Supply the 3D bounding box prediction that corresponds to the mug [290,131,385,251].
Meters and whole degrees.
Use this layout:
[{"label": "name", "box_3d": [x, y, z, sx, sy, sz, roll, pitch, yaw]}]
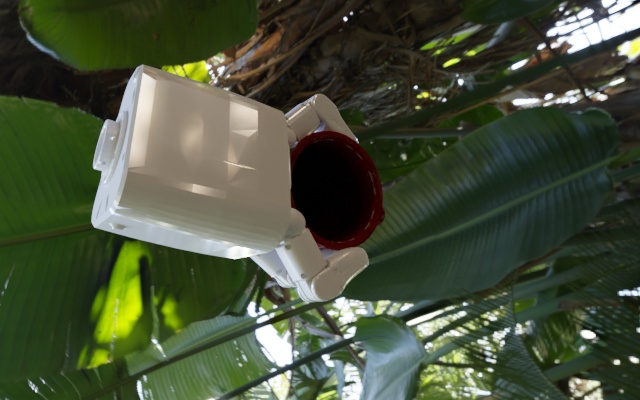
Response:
[{"label": "mug", "box_3d": [0.001, 0.002, 0.403, 0.117, 0.093, 0.081, 16, -19, -32]}]
